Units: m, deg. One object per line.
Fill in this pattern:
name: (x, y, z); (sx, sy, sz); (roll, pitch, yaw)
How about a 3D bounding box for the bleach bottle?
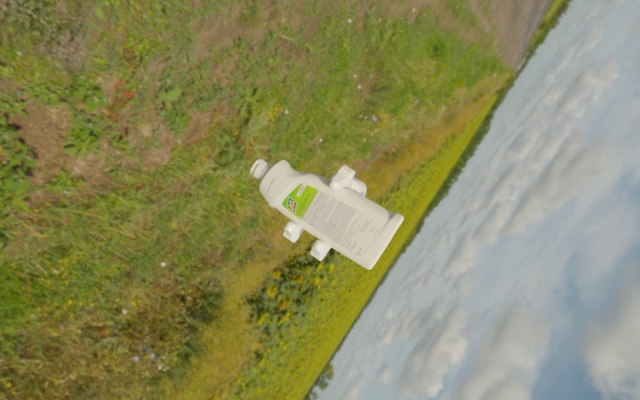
bleach bottle: (0.000, 0.003, 0.767); (0.251, 0.102, 0.068); (33, 10, 11)
